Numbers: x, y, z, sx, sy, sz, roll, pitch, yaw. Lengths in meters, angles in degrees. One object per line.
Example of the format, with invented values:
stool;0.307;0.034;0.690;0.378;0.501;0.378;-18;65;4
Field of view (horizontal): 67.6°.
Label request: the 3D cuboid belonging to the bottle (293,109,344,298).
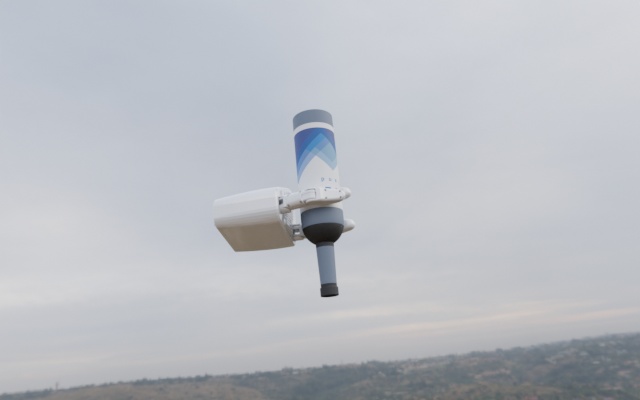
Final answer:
bottle;0.000;0.002;0.751;0.069;0.295;0.069;-5;-18;-2
